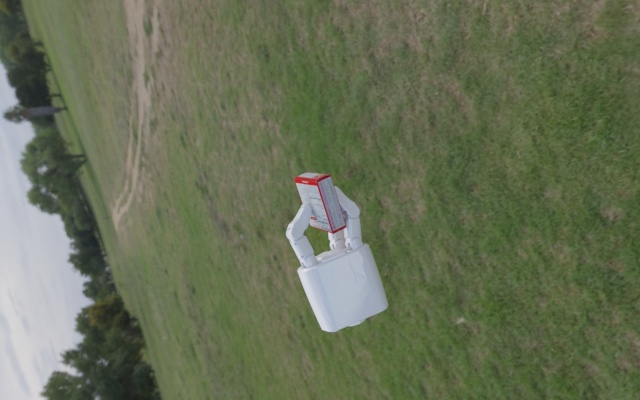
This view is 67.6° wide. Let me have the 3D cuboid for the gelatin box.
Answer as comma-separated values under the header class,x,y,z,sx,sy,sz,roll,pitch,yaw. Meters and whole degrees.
class,x,y,z,sx,sy,sz,roll,pitch,yaw
gelatin box,0.000,0.002,0.741,0.030,0.089,0.073,-26,18,-24
